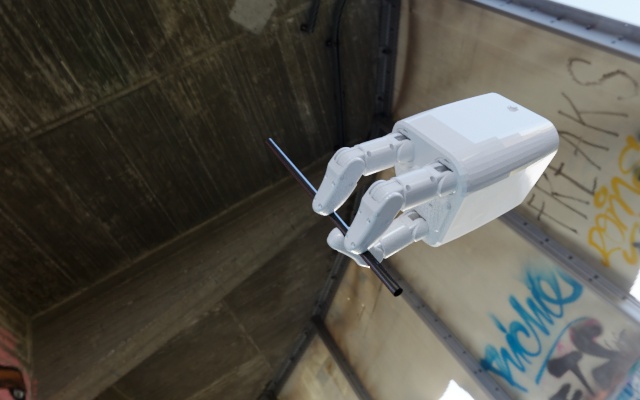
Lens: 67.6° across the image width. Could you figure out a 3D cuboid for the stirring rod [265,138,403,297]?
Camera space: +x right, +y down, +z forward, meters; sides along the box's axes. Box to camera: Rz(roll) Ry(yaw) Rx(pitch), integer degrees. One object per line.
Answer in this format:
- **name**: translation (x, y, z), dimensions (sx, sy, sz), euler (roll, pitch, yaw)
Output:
- **stirring rod**: translation (0.000, 0.001, 0.424), dimensions (0.011, 0.011, 0.239), euler (0, 32, -33)
